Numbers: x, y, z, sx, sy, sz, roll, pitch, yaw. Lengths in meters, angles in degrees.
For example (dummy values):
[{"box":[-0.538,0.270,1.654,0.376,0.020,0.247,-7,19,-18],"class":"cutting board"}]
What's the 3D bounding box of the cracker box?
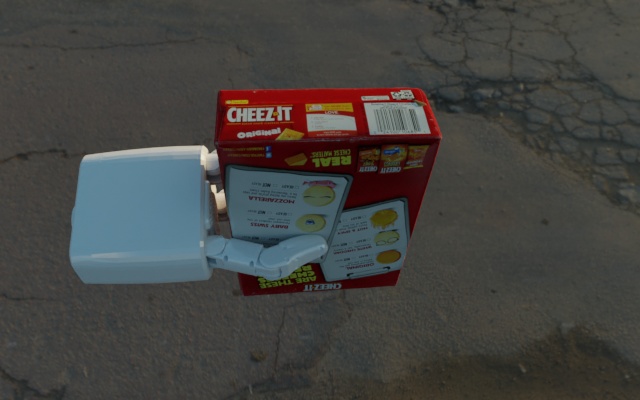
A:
[{"box":[0.000,0.001,0.433,0.164,0.072,0.214,-3,-39,-5],"class":"cracker box"}]
